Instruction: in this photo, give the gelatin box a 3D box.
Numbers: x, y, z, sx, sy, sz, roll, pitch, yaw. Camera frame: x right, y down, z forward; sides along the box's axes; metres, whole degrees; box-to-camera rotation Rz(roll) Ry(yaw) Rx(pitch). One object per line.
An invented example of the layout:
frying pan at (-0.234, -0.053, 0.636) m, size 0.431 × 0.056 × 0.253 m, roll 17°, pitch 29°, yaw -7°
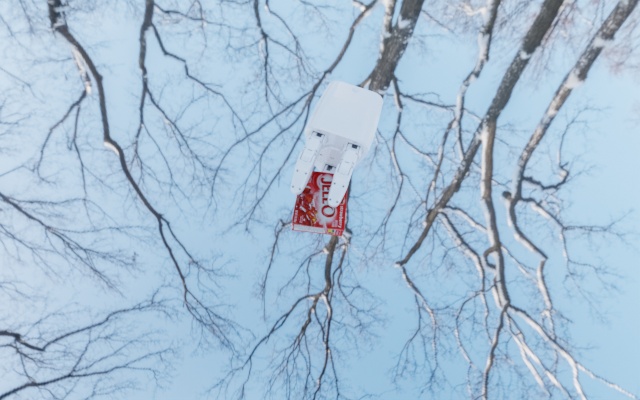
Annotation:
gelatin box at (0.000, 0.003, 0.680) m, size 0.073 × 0.089 × 0.030 m, roll 7°, pitch -25°, yaw -2°
